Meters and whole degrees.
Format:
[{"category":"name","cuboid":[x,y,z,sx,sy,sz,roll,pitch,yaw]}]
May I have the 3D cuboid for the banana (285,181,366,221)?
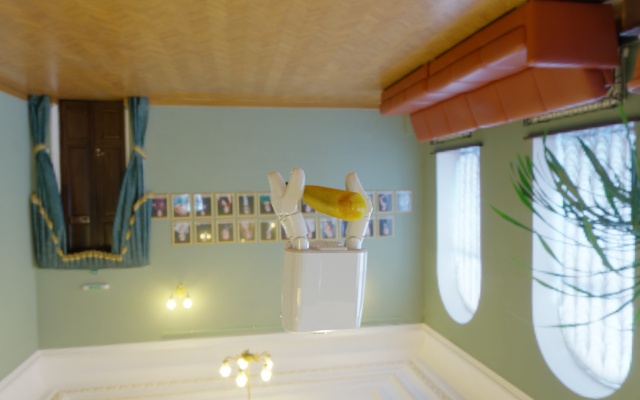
[{"category":"banana","cuboid":[0.016,0.003,0.602,0.069,0.037,0.198,6,3,-24]}]
